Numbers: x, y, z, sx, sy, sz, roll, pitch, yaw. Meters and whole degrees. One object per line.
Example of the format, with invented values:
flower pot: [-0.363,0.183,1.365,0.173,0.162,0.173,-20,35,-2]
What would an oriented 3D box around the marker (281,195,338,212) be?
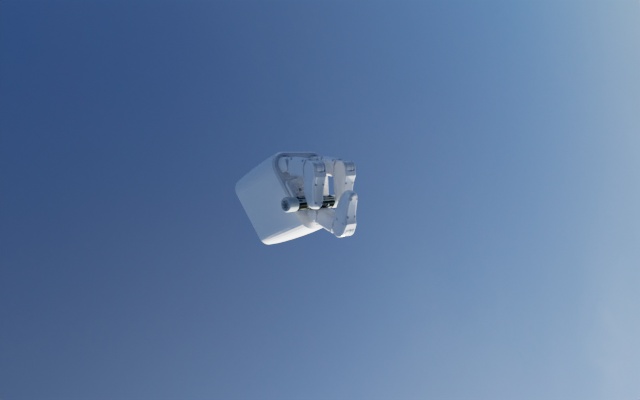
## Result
marker: [0.000,0.002,0.631,0.121,0.020,0.020,-4,3,-44]
